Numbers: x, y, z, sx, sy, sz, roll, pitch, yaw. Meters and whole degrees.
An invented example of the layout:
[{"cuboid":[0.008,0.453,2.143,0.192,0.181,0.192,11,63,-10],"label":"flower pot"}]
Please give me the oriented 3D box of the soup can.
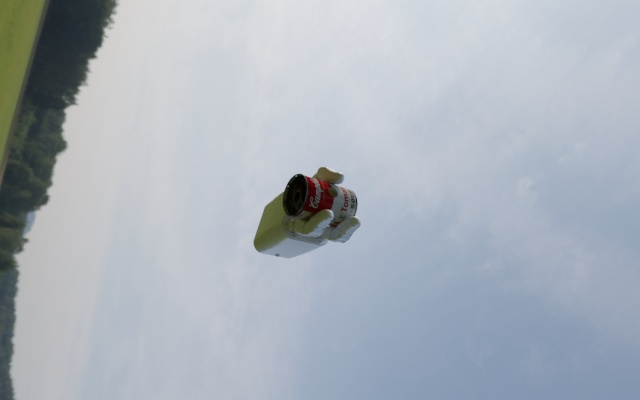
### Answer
[{"cuboid":[0.001,0.002,0.764,0.102,0.068,0.068,16,-9,-34],"label":"soup can"}]
